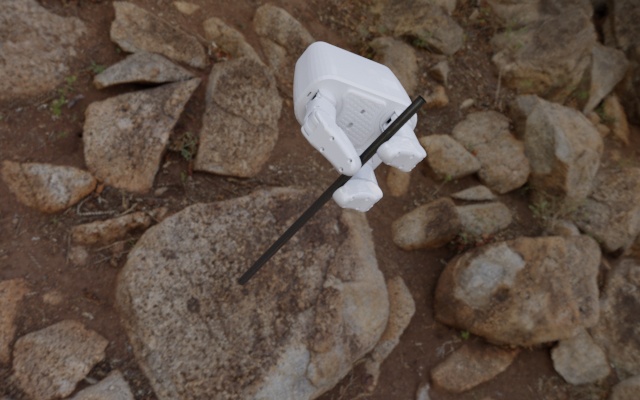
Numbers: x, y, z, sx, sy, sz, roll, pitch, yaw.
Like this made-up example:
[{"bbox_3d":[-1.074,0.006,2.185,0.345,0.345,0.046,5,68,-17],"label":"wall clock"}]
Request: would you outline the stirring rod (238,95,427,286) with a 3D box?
[{"bbox_3d":[0.000,0.001,0.408,0.239,0.011,0.011,-45,-24,25],"label":"stirring rod"}]
